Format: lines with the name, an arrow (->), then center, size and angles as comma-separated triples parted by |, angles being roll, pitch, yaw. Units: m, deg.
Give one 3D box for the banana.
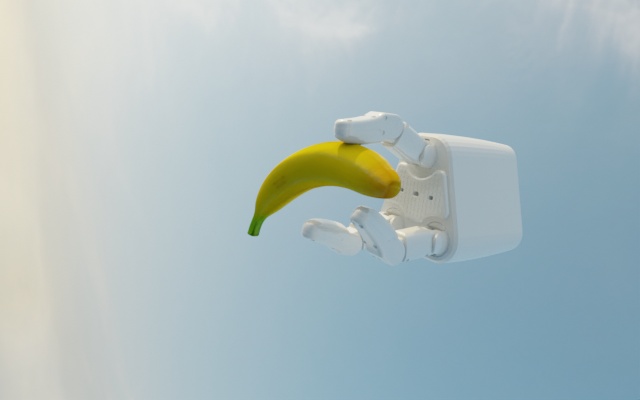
banana -> -0.003, -0.016, 0.413 | 0.037, 0.069, 0.198 | 5, -15, -36
